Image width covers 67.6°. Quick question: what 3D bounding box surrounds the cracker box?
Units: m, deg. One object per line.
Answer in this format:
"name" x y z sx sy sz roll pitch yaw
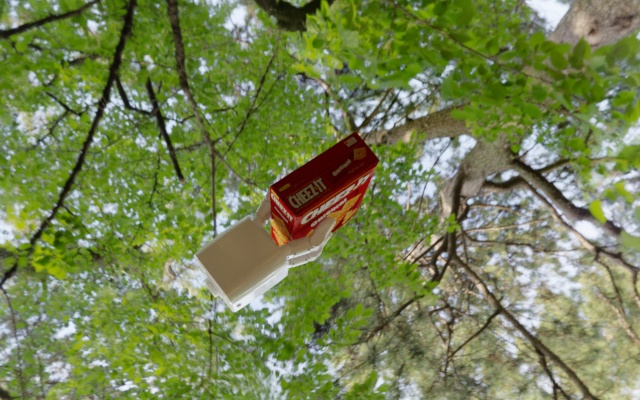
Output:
"cracker box" 0.000 0.003 0.794 0.164 0.072 0.214 -35 -16 -18
